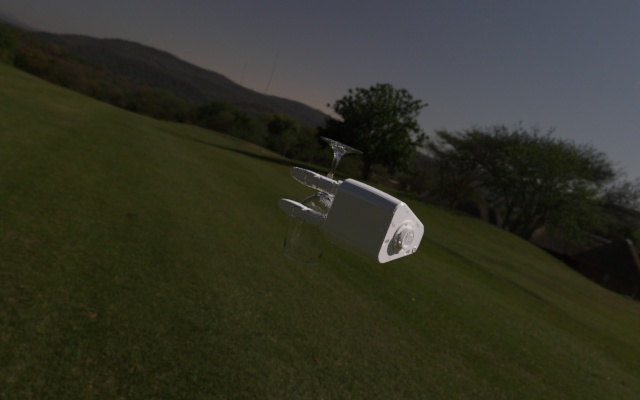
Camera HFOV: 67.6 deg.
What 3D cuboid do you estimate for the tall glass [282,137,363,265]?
[{"bbox_3d":[0.000,0.002,0.785,0.079,0.201,0.079,21,5,-2],"label":"tall glass"}]
